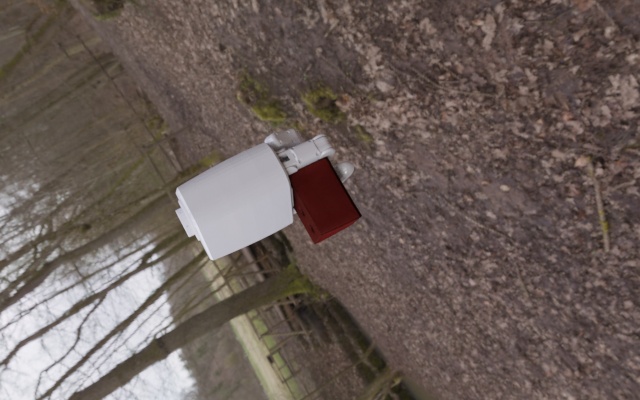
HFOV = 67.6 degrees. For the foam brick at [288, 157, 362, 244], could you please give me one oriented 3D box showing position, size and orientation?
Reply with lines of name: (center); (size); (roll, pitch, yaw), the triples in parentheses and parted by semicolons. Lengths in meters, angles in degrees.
foam brick: (0.000, 0.002, 0.535); (0.051, 0.078, 0.053); (-27, -10, -17)
